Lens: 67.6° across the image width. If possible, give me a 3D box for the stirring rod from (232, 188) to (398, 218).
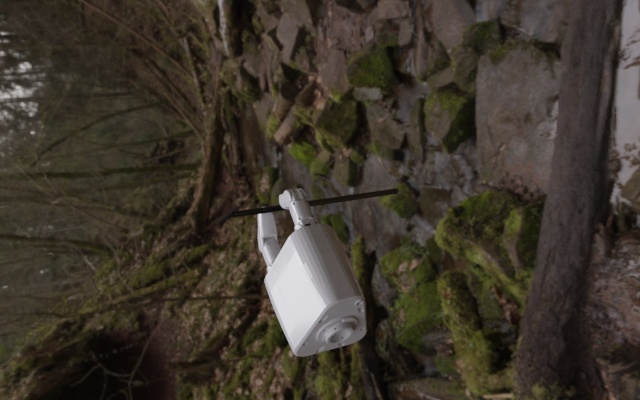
[{"bbox_3d":[0.000,0.002,0.647,0.239,0.011,0.011,-8,3,-22],"label":"stirring rod"}]
